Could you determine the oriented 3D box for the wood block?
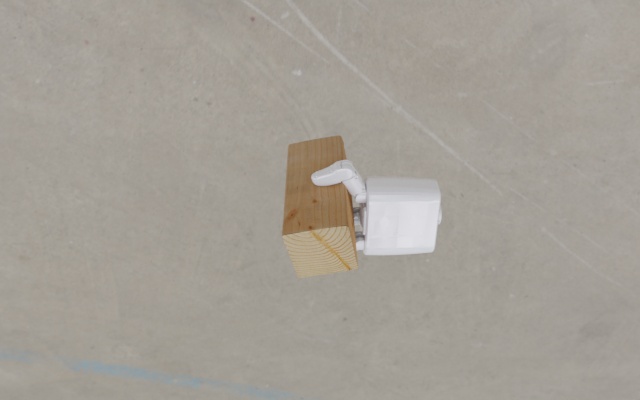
[{"bbox_3d":[0.000,0.002,0.717,0.090,0.091,0.206,-9,41,7],"label":"wood block"}]
